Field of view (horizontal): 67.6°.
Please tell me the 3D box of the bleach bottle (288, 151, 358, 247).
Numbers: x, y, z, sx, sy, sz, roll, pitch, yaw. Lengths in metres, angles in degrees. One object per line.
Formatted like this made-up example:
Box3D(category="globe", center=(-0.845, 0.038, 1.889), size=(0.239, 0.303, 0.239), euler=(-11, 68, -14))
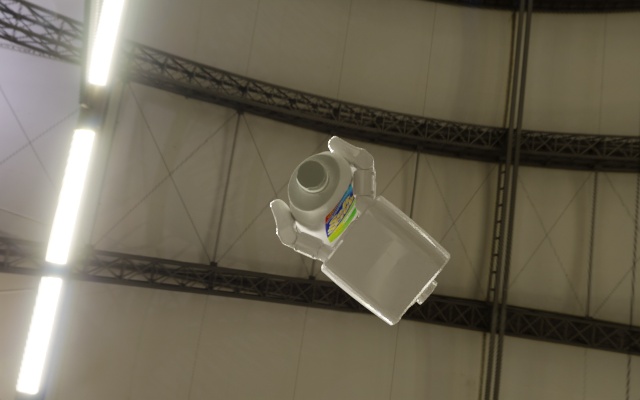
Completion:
Box3D(category="bleach bottle", center=(0.000, 0.002, 0.591), size=(0.068, 0.102, 0.251), euler=(38, -3, 11))
